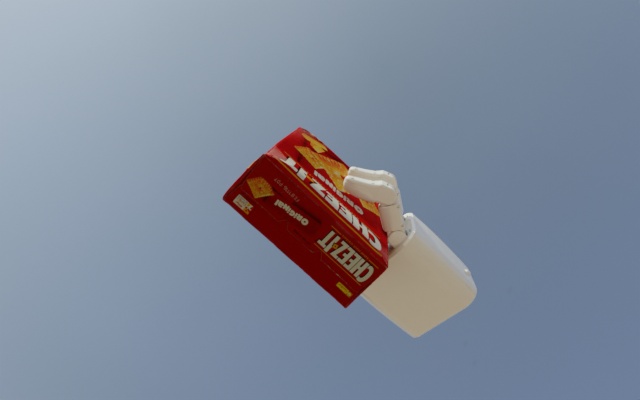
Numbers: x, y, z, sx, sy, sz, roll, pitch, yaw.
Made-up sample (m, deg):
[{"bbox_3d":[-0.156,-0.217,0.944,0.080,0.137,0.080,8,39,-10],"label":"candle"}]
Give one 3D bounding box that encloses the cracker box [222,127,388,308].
[{"bbox_3d":[0.000,0.002,0.551,0.164,0.072,0.213,42,16,-5],"label":"cracker box"}]
